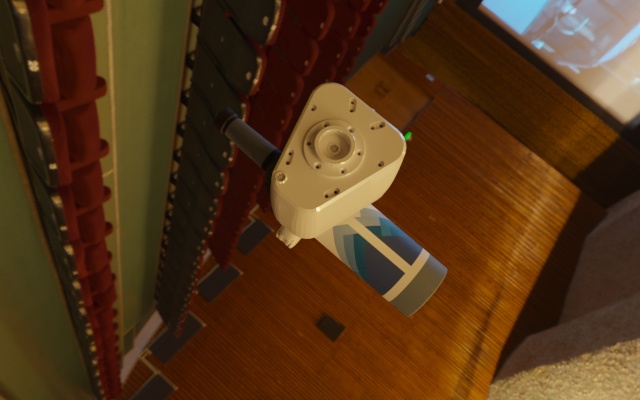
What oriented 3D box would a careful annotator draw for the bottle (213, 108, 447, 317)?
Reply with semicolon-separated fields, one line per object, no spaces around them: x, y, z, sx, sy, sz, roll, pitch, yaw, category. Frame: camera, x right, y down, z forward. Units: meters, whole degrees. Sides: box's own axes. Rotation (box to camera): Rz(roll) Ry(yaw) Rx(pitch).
0.000;0.002;0.517;0.295;0.069;0.069;40;5;7;bottle
